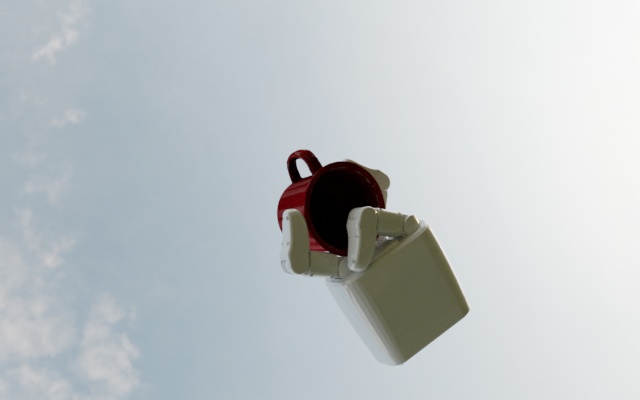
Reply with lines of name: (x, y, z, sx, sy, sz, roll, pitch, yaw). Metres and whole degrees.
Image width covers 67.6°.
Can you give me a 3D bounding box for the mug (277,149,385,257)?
mug: (-0.001, 0.000, 0.494, 0.093, 0.117, 0.081, -37, 12, -27)
